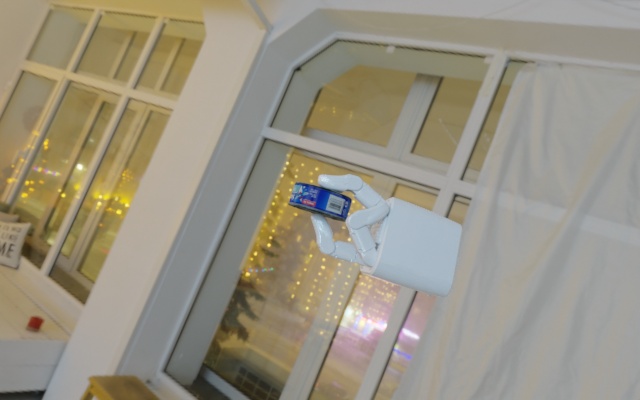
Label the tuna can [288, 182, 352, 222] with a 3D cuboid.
[{"bbox_3d":[0.000,0.002,0.672,0.086,0.034,0.086,17,-5,1],"label":"tuna can"}]
